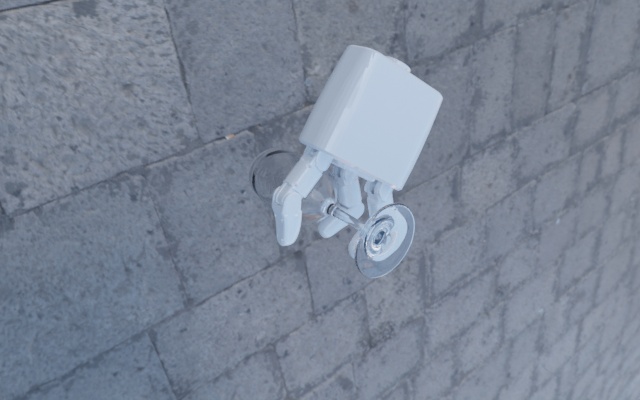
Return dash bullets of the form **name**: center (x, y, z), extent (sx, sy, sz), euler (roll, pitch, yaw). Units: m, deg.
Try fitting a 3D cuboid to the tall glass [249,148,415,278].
- **tall glass**: center (0.000, 0.002, 0.502), extent (0.079, 0.079, 0.201), euler (0, 21, -40)
